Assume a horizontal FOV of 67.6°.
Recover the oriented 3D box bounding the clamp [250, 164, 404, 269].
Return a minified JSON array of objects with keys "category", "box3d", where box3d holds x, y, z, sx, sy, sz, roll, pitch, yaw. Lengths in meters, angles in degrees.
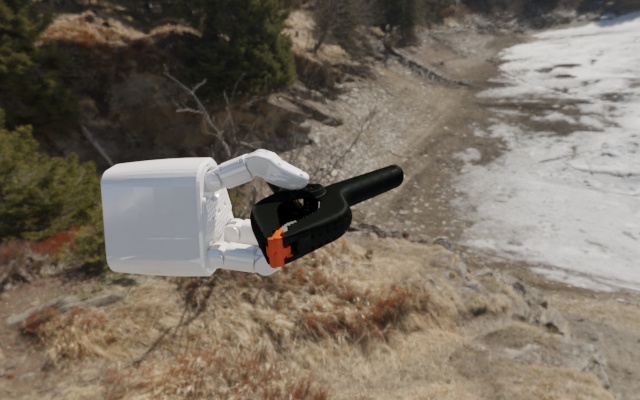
[{"category":"clamp","box3d":[0.000,0.001,0.469,0.164,0.036,0.210,-1,23,9]}]
